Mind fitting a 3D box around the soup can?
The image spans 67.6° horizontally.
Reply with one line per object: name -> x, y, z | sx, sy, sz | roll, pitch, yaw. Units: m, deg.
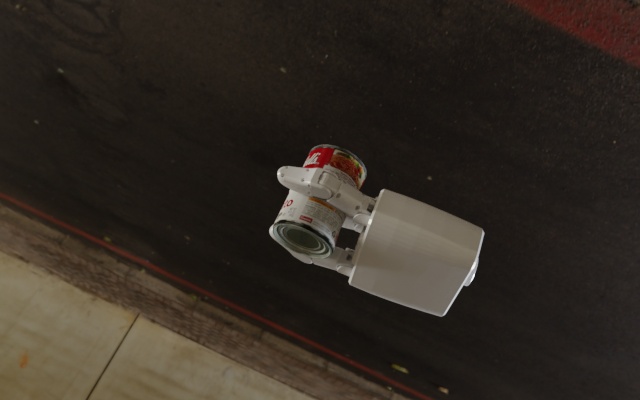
soup can -> 0.000, 0.002, 0.502 | 0.068, 0.102, 0.068 | 19, -29, 11
